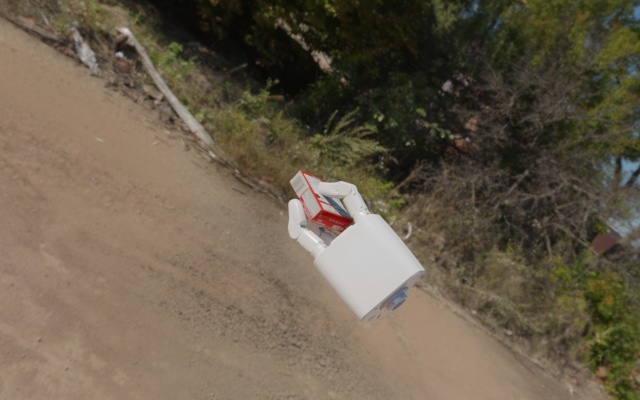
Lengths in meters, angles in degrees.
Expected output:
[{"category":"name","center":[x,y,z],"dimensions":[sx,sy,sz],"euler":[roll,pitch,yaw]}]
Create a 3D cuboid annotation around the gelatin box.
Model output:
[{"category":"gelatin box","center":[0.000,0.002,0.727],"dimensions":[0.030,0.089,0.073],"euler":[-45,-38,20]}]
